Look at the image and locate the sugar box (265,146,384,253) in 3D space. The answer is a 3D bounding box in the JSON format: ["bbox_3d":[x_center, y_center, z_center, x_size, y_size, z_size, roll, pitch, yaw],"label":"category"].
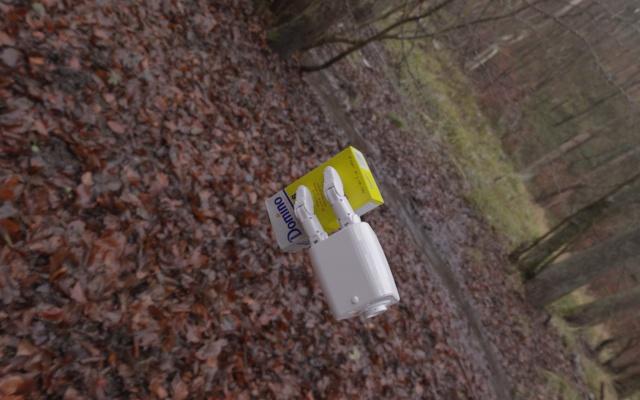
[{"bbox_3d":[0.000,0.002,0.734,0.176,0.093,0.048,-31,-25,22],"label":"sugar box"}]
